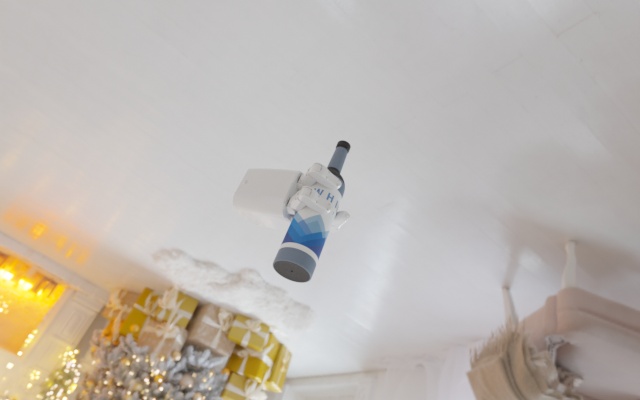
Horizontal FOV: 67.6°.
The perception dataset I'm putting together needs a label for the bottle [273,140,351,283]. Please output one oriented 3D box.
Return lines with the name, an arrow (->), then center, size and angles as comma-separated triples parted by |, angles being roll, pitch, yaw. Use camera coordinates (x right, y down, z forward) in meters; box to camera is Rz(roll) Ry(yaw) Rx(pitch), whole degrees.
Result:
bottle -> 0.000, 0.003, 0.845 | 0.069, 0.295, 0.069 | 15, -36, 11
